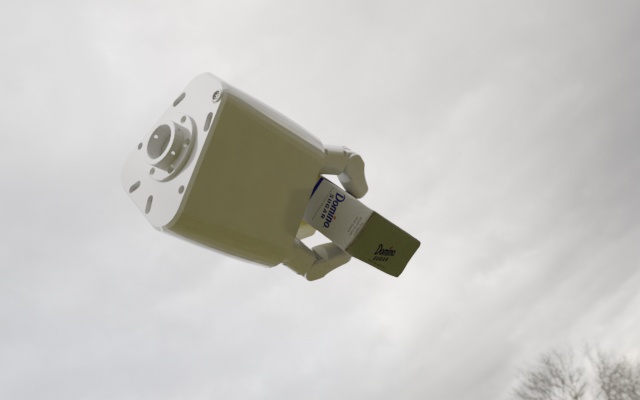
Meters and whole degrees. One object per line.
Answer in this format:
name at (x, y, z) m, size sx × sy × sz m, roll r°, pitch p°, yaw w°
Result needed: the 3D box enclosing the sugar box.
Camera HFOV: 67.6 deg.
sugar box at (0.000, 0.002, 0.446) m, size 0.176 × 0.048 × 0.093 m, roll 38°, pitch 4°, yaw 41°
